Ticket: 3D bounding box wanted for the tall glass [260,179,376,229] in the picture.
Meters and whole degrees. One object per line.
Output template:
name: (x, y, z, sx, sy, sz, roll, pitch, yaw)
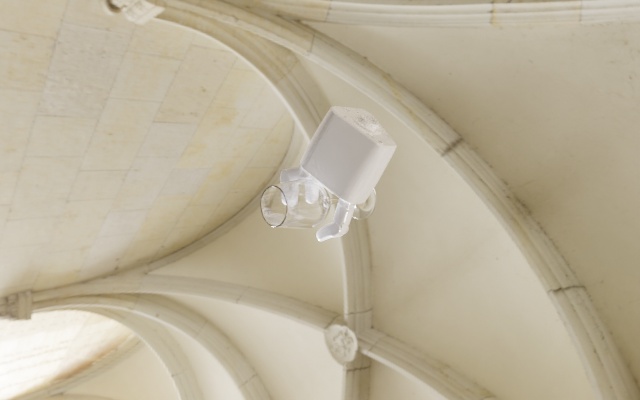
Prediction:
tall glass: (0.001, 0.003, 0.772, 0.079, 0.079, 0.201, 0, 4, 45)
